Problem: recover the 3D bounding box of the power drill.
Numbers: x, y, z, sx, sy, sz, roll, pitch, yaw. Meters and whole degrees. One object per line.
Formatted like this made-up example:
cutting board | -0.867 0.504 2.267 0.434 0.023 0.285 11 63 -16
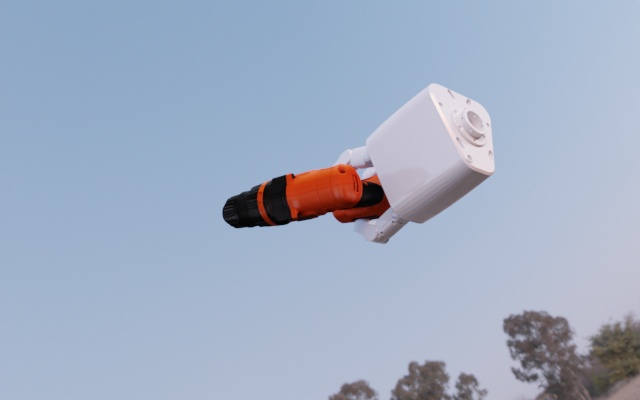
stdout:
power drill | 0.001 0.002 0.581 0.184 0.057 0.187 -11 -5 35
